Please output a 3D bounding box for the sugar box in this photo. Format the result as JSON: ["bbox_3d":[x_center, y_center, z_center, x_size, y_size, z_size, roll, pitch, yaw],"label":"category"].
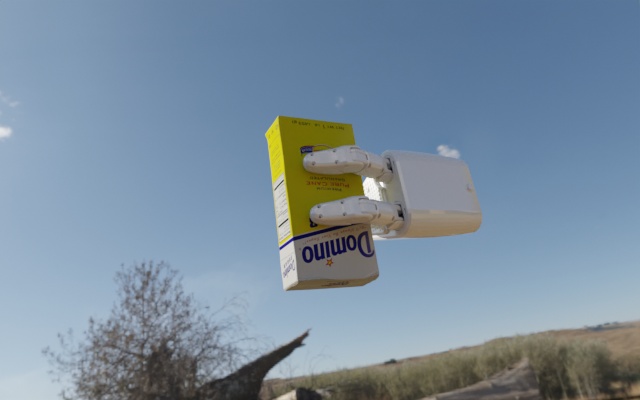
[{"bbox_3d":[0.000,0.001,0.497,0.093,0.176,0.048,1,-24,-27],"label":"sugar box"}]
